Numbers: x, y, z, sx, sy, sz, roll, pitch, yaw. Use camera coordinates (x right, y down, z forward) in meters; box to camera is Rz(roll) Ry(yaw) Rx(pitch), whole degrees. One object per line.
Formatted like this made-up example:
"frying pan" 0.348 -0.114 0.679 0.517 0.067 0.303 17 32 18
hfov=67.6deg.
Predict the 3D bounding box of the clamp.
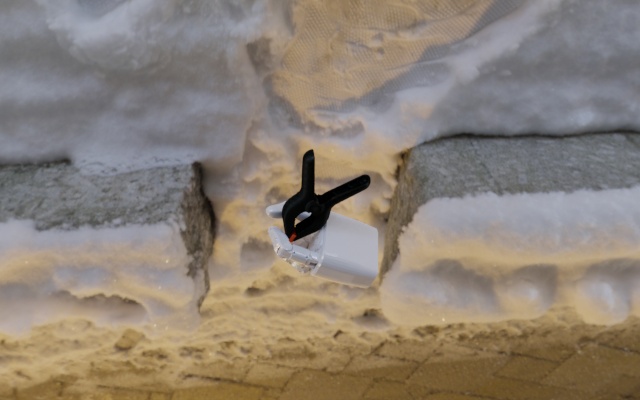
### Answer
"clamp" 0.000 0.003 0.768 0.120 0.171 0.039 18 35 -17
